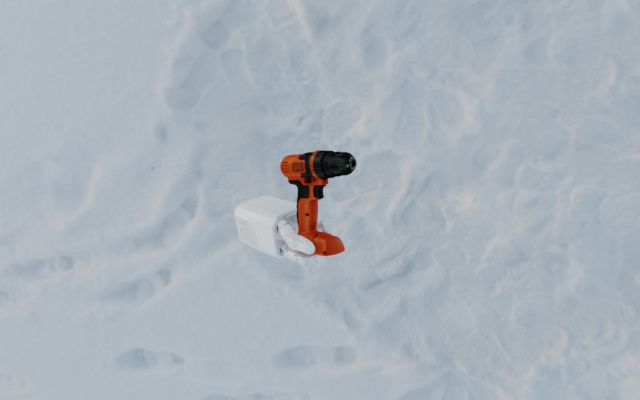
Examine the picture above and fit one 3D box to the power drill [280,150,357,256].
[{"bbox_3d":[0.000,0.003,0.868,0.057,0.187,0.184,-8,7,-39],"label":"power drill"}]
